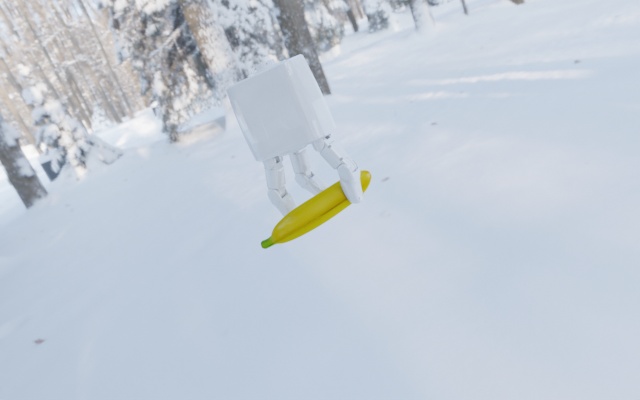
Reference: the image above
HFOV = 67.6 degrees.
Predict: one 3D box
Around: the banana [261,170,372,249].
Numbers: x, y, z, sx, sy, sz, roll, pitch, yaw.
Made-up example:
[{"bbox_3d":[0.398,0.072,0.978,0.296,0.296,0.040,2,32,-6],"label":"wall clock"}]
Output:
[{"bbox_3d":[0.005,0.004,0.657,0.197,0.037,0.069,-32,13,-22],"label":"banana"}]
